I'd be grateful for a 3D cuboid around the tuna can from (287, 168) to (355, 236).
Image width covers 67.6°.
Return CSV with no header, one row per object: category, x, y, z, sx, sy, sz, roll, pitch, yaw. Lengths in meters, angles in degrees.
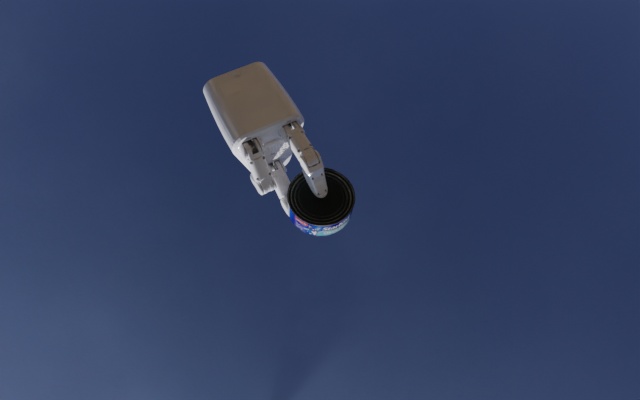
tuna can,0.000,0.002,0.610,0.086,0.086,0.034,0,-31,-4
